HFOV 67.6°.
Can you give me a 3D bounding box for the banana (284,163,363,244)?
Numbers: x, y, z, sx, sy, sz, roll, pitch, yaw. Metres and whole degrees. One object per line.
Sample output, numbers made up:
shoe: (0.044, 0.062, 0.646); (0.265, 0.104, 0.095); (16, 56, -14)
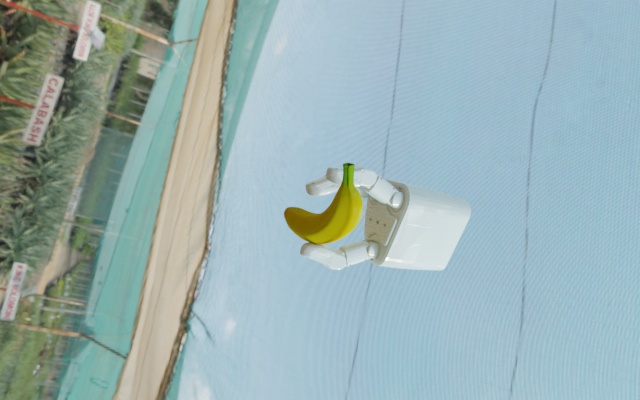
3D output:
banana: (0.003, 0.019, 0.571); (0.037, 0.069, 0.198); (2, -17, -25)
